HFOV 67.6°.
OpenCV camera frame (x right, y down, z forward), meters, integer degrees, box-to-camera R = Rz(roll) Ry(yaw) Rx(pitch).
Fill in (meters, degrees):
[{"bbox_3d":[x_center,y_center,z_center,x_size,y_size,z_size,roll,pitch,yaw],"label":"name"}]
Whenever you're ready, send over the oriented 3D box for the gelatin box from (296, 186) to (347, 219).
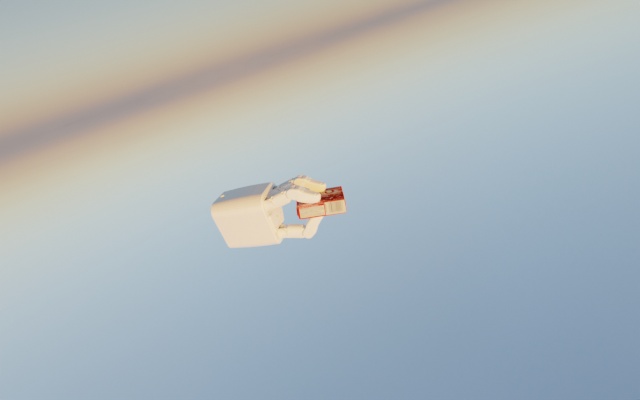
[{"bbox_3d":[0.001,0.003,0.878,0.089,0.030,0.073,-8,20,0],"label":"gelatin box"}]
